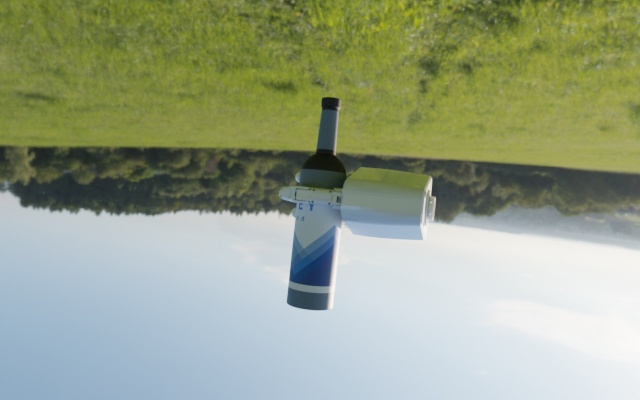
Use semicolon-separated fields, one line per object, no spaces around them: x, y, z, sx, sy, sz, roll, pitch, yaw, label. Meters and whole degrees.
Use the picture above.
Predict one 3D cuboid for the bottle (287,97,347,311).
0.000;0.002;0.679;0.069;0.295;0.069;6;0;0;bottle
